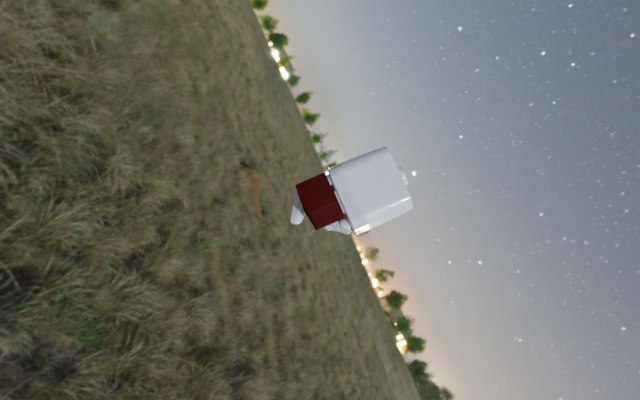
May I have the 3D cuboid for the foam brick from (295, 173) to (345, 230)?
[{"bbox_3d":[0.000,0.002,0.740,0.051,0.053,0.078,-23,-25,2],"label":"foam brick"}]
